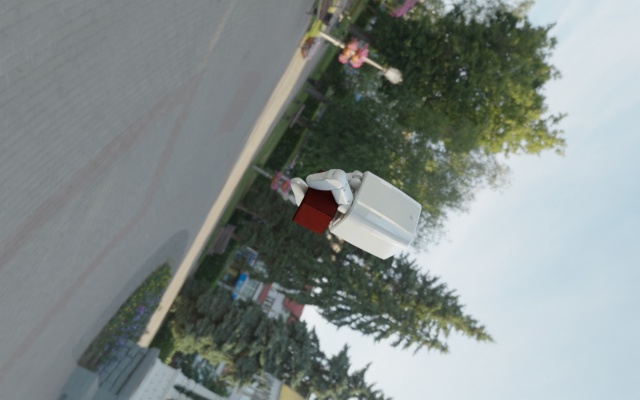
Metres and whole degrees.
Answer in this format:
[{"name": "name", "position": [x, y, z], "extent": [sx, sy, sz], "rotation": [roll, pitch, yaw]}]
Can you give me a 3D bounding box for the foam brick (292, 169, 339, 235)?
[{"name": "foam brick", "position": [0.000, 0.003, 0.732], "extent": [0.051, 0.078, 0.053], "rotation": [30, -40, -5]}]
